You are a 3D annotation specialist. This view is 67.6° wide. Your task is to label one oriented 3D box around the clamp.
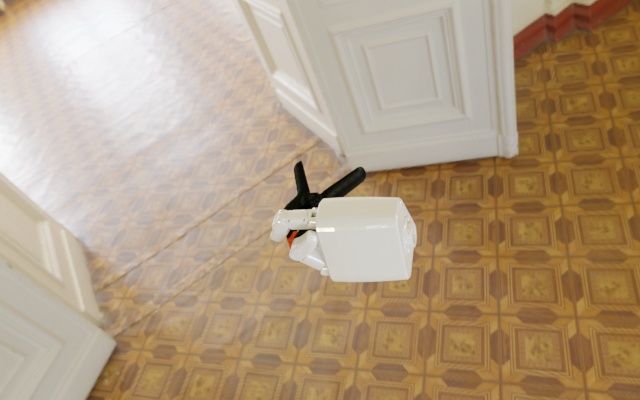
[{"bbox_3d":[0.000,0.002,0.714,0.120,0.171,0.039,-3,-41,22],"label":"clamp"}]
